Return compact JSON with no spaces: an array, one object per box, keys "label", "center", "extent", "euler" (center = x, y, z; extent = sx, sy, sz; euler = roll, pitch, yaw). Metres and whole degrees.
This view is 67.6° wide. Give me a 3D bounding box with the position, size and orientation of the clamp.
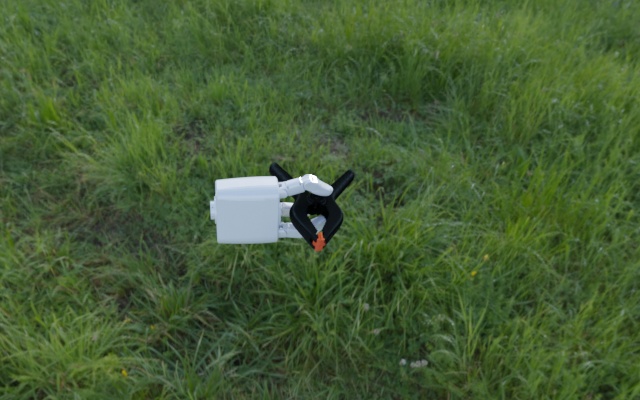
[{"label":"clamp","center":[0.000,0.003,0.858],"extent":[0.164,0.036,0.209],"euler":[-1,43,-14]}]
